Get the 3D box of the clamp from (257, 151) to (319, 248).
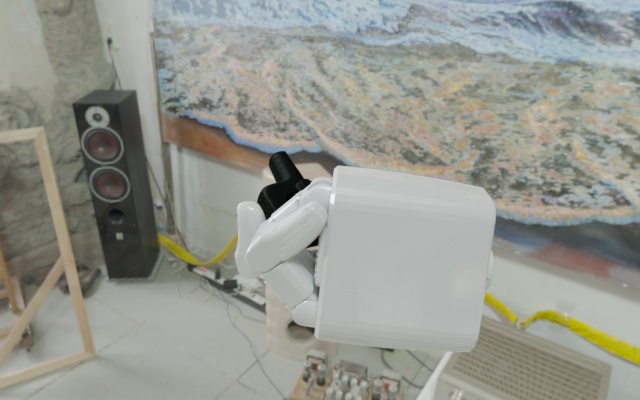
[{"bbox_3d":[0.000,0.001,0.434,0.120,0.039,0.171,10,25,0],"label":"clamp"}]
